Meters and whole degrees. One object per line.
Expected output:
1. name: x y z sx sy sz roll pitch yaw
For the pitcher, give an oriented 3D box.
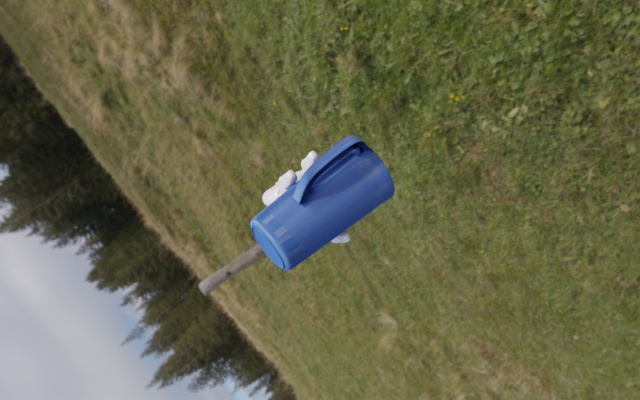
1. pitcher: 0.000 0.003 0.830 0.243 0.149 0.145 -38 13 -19
